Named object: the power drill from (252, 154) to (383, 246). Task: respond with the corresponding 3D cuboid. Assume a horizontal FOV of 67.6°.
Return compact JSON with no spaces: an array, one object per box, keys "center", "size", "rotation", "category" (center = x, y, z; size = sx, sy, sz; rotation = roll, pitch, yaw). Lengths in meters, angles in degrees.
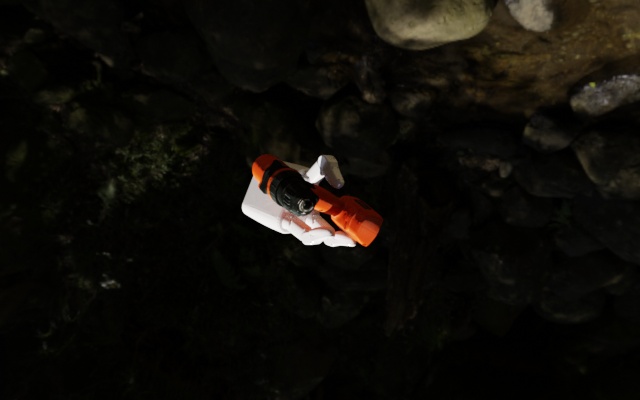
[{"center":[0.000,0.002,0.700],"size":[0.188,0.057,0.184],"rotation":[28,8,-30],"category":"power drill"}]
